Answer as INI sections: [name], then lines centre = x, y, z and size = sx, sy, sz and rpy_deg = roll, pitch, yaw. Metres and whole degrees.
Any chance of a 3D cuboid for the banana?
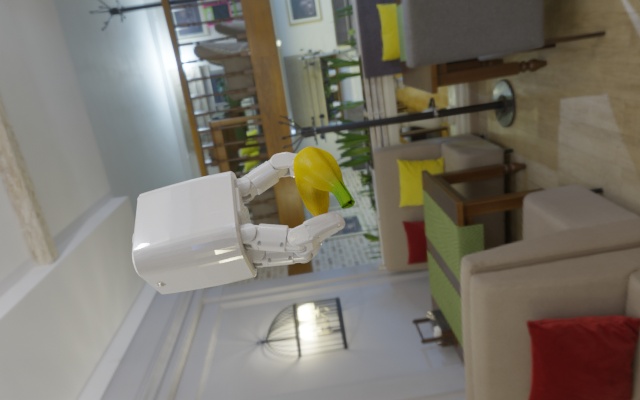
[banana]
centre = -0.005, -0.017, 0.487
size = 0.037, 0.069, 0.198
rpy_deg = -16, -2, -5
